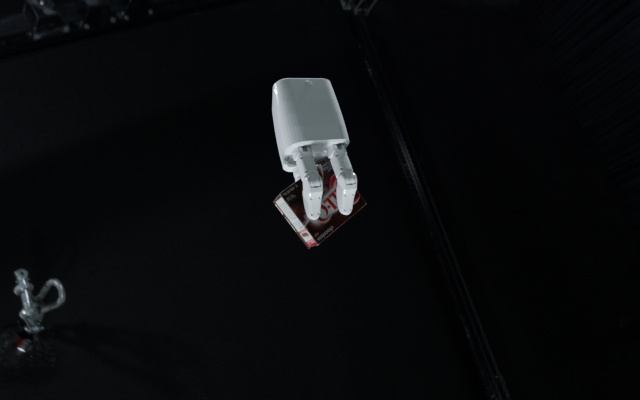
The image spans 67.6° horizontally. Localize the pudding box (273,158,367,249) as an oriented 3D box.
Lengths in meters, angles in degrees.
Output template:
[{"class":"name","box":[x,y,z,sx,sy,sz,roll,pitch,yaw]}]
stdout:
[{"class":"pudding box","box":[0.000,0.002,0.698,0.113,0.090,0.039,-38,1,-30]}]
